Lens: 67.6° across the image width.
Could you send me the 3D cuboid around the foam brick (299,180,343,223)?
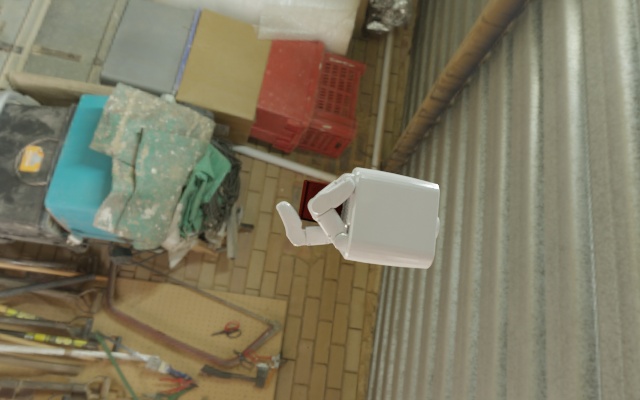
[{"bbox_3d":[0.000,0.002,0.649,0.051,0.053,0.078,9,4,-5],"label":"foam brick"}]
